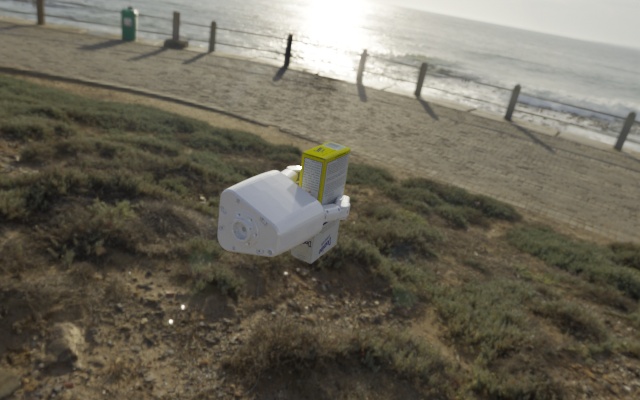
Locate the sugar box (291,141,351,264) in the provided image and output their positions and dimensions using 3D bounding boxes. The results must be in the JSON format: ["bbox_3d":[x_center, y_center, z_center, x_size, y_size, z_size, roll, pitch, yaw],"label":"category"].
[{"bbox_3d":[0.000,0.002,0.757,0.048,0.176,0.093,21,25,23],"label":"sugar box"}]
